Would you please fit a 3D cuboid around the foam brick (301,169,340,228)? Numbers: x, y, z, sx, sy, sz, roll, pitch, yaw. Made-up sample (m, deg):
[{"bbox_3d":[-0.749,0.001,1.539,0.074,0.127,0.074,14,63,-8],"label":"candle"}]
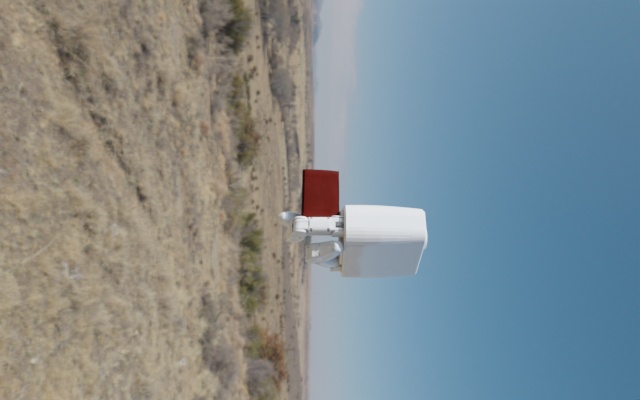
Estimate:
[{"bbox_3d":[0.000,0.002,0.669,0.051,0.078,0.053,0,-23,1],"label":"foam brick"}]
